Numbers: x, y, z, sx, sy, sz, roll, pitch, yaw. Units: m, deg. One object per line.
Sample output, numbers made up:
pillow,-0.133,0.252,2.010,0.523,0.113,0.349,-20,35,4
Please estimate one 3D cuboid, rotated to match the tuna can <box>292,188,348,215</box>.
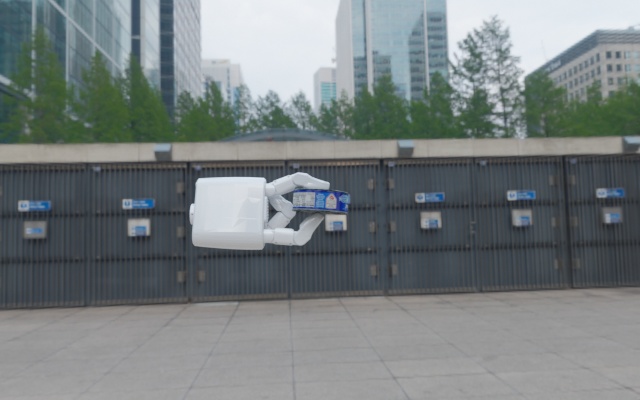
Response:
tuna can,0.000,0.002,0.734,0.086,0.034,0.086,4,-4,0
